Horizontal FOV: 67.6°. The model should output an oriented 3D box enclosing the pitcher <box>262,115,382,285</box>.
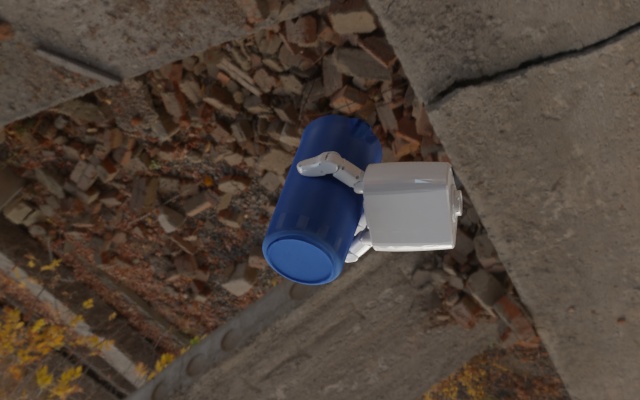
[{"bbox_3d":[0.000,0.002,0.693,0.145,0.149,0.242,-1,43,21],"label":"pitcher"}]
